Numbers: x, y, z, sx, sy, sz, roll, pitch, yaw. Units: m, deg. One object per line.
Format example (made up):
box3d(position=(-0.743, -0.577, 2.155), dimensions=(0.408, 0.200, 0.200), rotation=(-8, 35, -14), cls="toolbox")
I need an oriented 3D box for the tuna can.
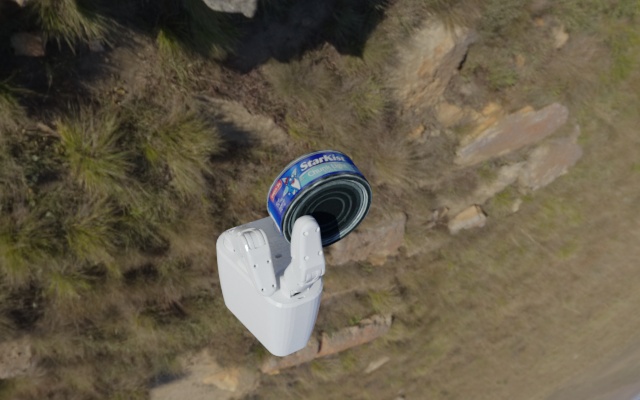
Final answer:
box3d(position=(0.000, 0.002, 0.403), dimensions=(0.086, 0.086, 0.033), rotation=(0, 40, -34), cls="tuna can")
